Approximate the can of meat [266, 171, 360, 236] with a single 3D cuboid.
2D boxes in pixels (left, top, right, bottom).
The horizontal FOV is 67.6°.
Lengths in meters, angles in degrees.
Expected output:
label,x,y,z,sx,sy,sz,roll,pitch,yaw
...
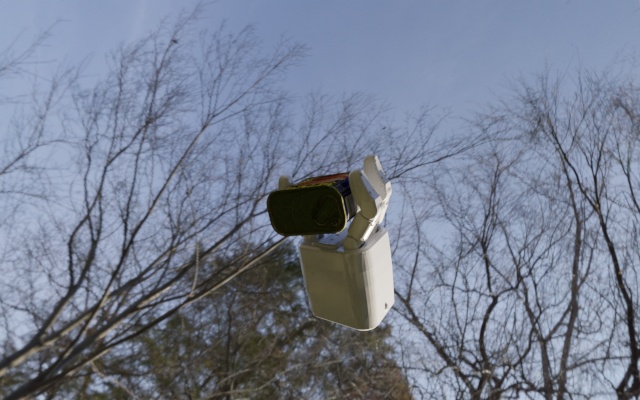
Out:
label,x,y,z,sx,sy,sz,roll,pitch,yaw
can of meat,0.000,0.002,0.585,0.102,0.057,0.084,-6,13,29
